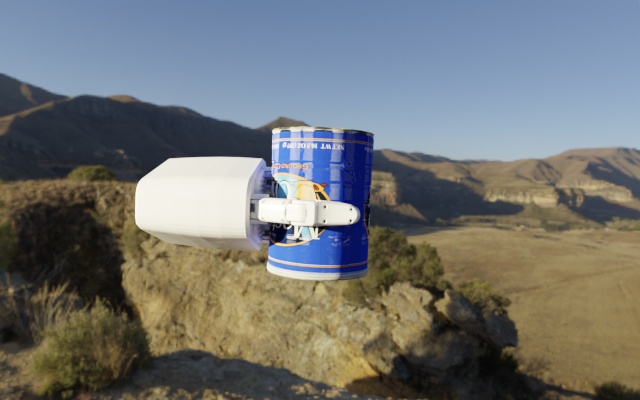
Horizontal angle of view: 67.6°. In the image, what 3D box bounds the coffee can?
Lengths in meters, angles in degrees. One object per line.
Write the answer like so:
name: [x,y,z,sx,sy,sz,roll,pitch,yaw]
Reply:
coffee can: [0.000,0.002,0.483,0.103,0.140,0.103,2,2,0]
